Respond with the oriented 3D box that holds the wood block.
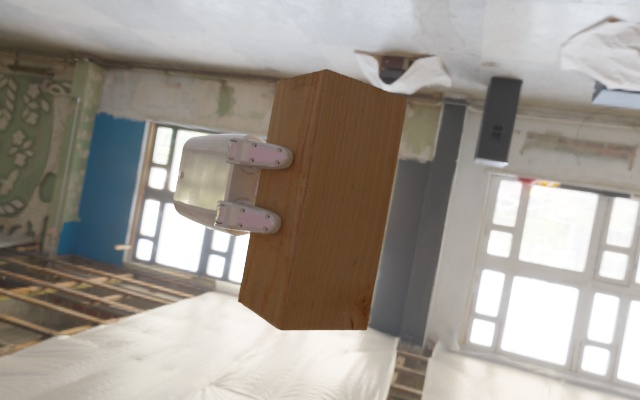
[{"bbox_3d":[0.000,0.002,0.428,0.091,0.206,0.090,10,0,-34],"label":"wood block"}]
